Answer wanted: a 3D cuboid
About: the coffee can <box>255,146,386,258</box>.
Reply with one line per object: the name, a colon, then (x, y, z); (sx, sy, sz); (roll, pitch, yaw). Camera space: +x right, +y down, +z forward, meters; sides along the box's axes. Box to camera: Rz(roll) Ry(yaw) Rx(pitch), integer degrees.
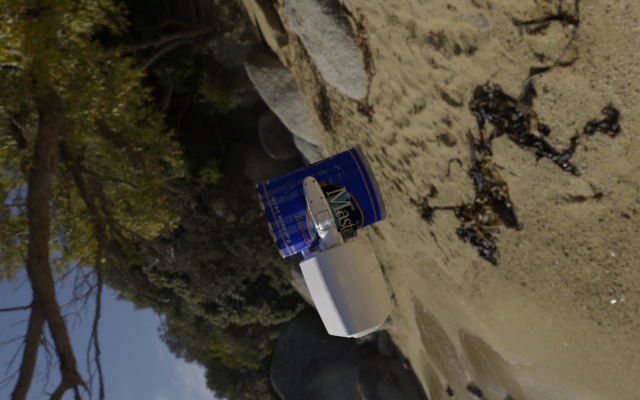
coffee can: (0.000, 0.002, 0.615); (0.140, 0.103, 0.103); (-21, 1, -2)
